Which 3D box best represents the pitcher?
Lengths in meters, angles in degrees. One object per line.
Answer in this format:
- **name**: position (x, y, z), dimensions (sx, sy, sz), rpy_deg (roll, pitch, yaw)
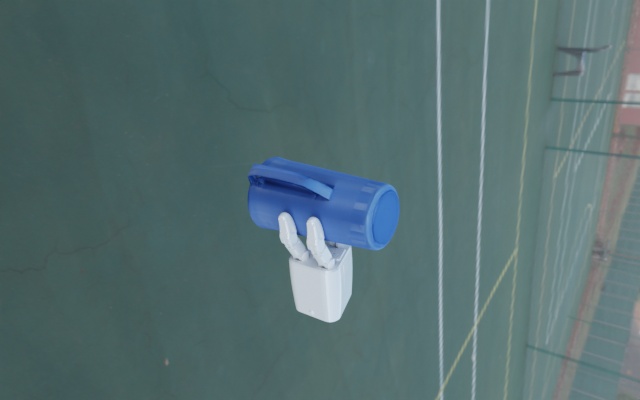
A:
- **pitcher**: position (0.000, 0.003, 0.805), dimensions (0.243, 0.145, 0.149), rpy_deg (12, 25, 33)
